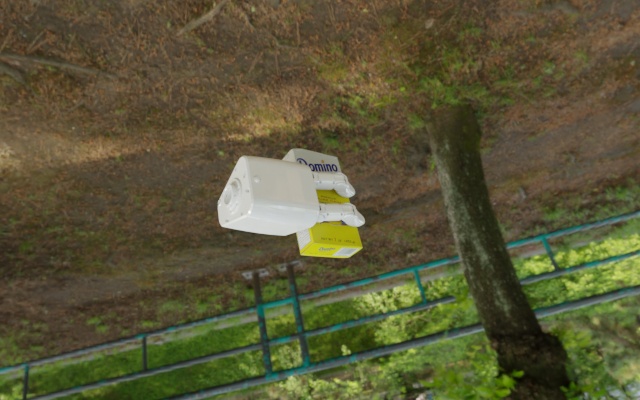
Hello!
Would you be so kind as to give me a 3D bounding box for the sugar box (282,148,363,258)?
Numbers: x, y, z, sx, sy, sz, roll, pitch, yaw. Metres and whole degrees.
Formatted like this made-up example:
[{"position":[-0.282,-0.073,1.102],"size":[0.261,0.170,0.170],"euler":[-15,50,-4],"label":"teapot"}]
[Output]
[{"position":[0.000,0.002,0.754],"size":[0.093,0.176,0.048],"euler":[9,-35,-34],"label":"sugar box"}]
